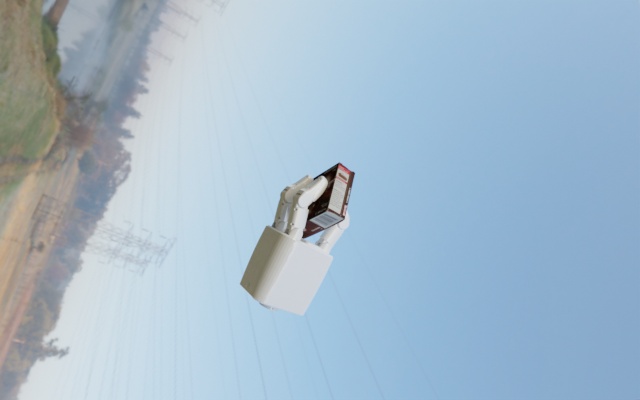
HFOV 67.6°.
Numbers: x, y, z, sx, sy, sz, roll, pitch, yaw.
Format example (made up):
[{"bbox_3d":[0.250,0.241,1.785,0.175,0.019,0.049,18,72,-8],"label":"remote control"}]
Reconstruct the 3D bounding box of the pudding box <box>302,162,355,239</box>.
[{"bbox_3d":[0.000,0.003,0.751,0.039,0.090,0.113,31,-34,-27],"label":"pudding box"}]
